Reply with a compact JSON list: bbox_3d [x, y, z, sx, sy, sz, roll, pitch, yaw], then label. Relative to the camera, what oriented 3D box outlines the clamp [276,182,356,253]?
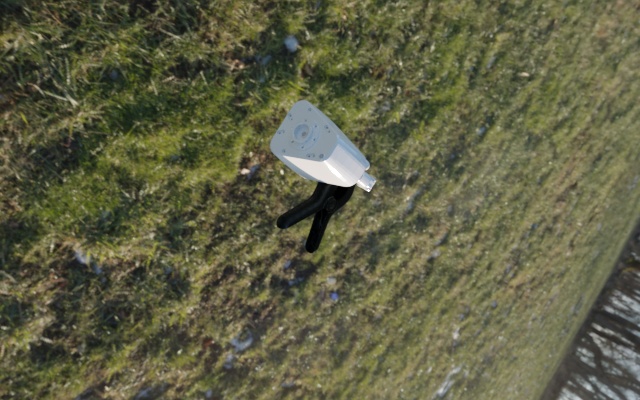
[{"bbox_3d":[0.001,0.003,0.790,0.039,0.171,0.120,32,-1,31],"label":"clamp"}]
